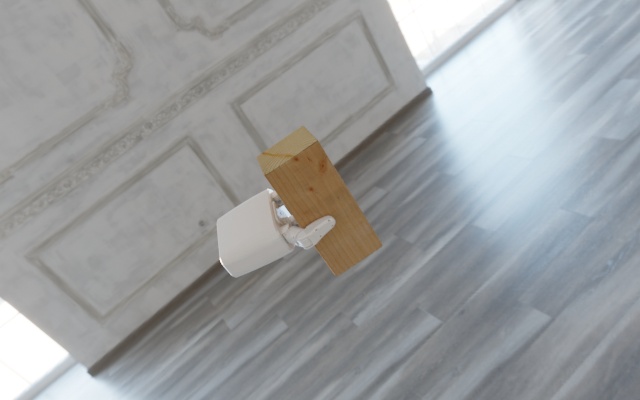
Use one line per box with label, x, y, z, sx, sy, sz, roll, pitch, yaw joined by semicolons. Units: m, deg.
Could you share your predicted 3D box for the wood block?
wood block;0.000;0.003;0.734;0.090;0.206;0.090;-34;27;0
